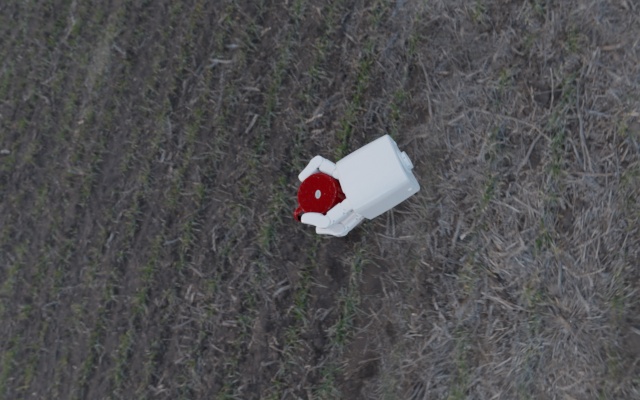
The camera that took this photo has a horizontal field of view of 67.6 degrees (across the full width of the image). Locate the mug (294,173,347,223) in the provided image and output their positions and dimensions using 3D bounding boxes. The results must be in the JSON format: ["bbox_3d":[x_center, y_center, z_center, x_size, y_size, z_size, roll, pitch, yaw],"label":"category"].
[{"bbox_3d":[-0.001,0.004,0.887,0.117,0.093,0.081,-31,-25,17],"label":"mug"}]
